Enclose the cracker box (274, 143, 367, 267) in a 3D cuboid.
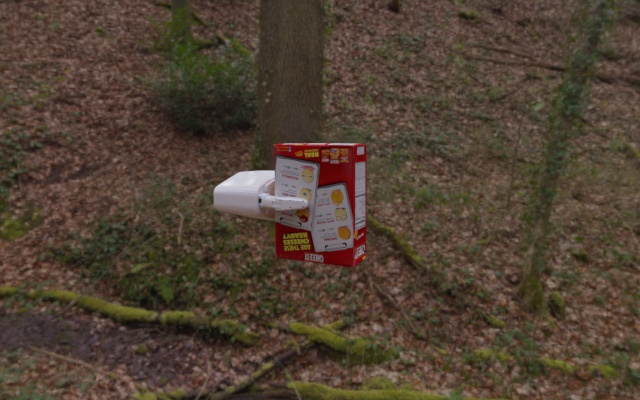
[{"bbox_3d":[0.000,0.003,0.876,0.164,0.214,0.072,4,9,28],"label":"cracker box"}]
